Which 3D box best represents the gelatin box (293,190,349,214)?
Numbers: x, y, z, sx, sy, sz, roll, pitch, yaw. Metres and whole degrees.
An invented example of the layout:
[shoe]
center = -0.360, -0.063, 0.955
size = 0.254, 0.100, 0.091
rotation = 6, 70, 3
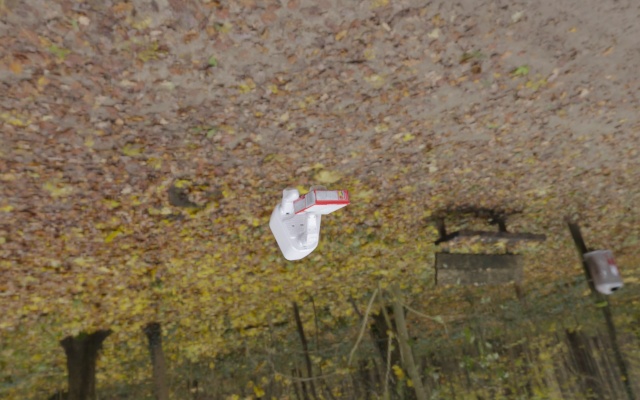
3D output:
[gelatin box]
center = 0.000, 0.003, 0.892
size = 0.073, 0.030, 0.089
rotation = 0, -14, -29
